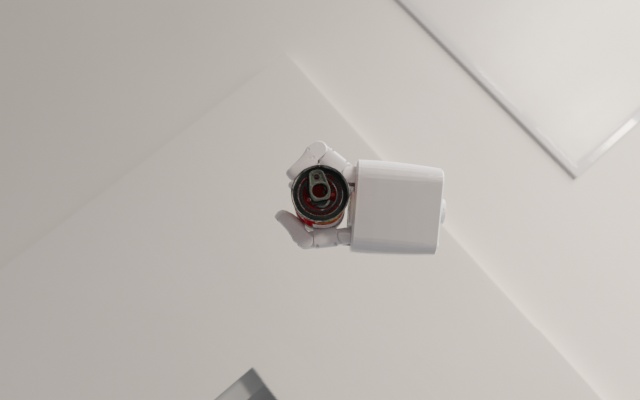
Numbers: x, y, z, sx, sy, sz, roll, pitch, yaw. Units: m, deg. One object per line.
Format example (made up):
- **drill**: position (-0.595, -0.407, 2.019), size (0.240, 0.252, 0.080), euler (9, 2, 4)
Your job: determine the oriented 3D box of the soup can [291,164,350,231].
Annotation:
- **soup can**: position (0.000, 0.002, 0.594), size (0.068, 0.068, 0.102), euler (0, -12, 0)
